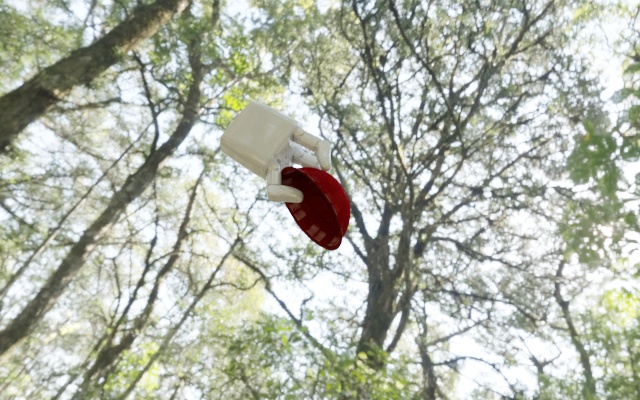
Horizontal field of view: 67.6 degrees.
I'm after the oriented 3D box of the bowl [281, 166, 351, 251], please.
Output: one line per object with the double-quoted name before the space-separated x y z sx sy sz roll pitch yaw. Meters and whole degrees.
"bowl" 0.001 0.003 0.805 0.055 0.162 0.162 -33 16 -26
